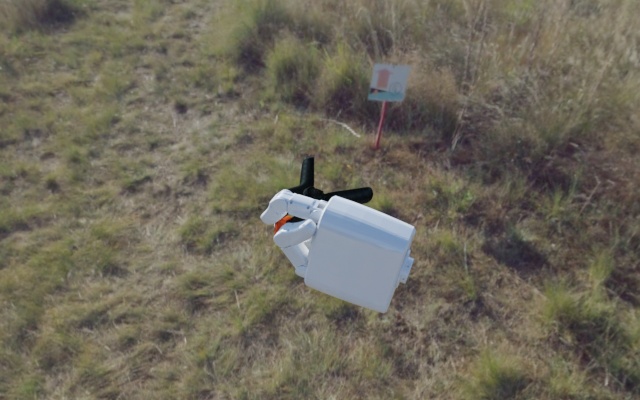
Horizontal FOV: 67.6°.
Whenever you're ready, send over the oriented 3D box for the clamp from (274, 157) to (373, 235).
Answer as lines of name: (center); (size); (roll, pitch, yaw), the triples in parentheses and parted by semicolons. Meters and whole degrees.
clamp: (0.000, 0.002, 0.671); (0.120, 0.039, 0.171); (19, 41, 14)
